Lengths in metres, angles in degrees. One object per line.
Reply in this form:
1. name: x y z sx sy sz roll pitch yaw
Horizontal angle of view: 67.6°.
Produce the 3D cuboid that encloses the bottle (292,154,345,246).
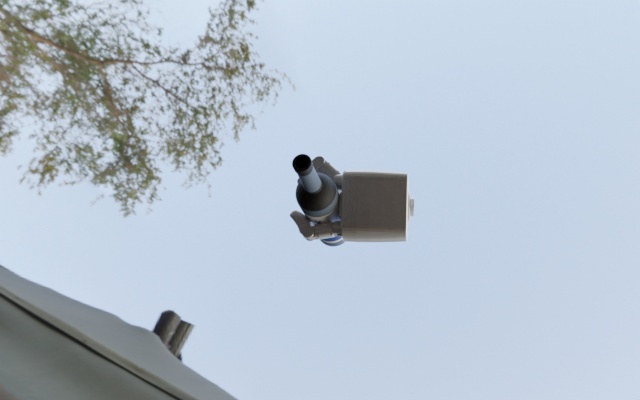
1. bottle: 0.000 0.003 0.784 0.069 0.069 0.296 0 -22 11
